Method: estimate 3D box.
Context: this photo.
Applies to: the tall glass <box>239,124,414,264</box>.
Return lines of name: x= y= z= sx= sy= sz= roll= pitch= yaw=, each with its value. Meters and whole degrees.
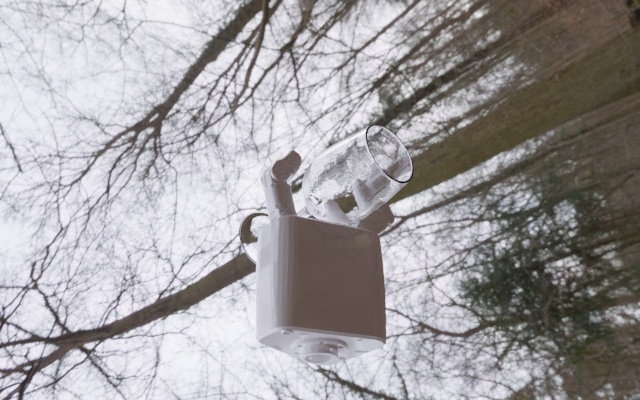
tall glass: x=0.000 y=0.002 z=0.492 sx=0.079 sy=0.079 sz=0.201 roll=0 pitch=-27 yaw=-45
